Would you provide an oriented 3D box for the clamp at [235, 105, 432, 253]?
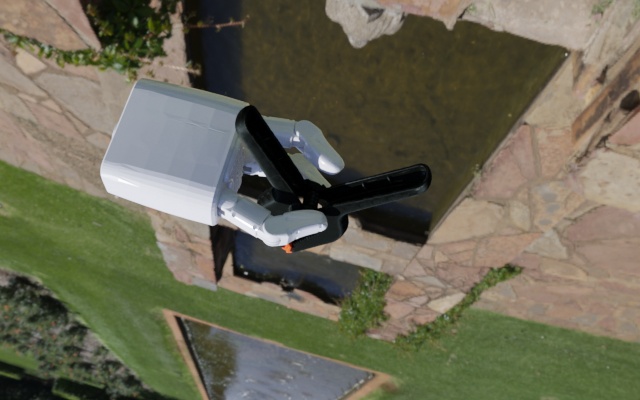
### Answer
[{"bbox_3d":[0.000,0.002,0.456,0.164,0.036,0.210,15,-31,-1],"label":"clamp"}]
